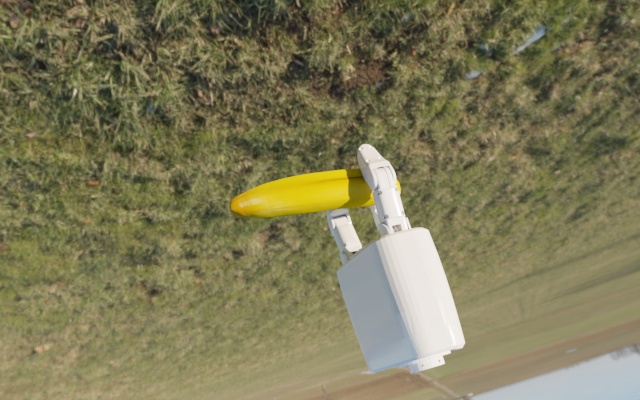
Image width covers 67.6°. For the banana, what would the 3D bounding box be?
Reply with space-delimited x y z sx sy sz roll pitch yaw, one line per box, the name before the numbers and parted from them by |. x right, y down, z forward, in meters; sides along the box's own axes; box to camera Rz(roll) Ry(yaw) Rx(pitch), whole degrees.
banana | 0.012 -0.006 0.477 0.198 0.037 0.070 -5 -19 -31
